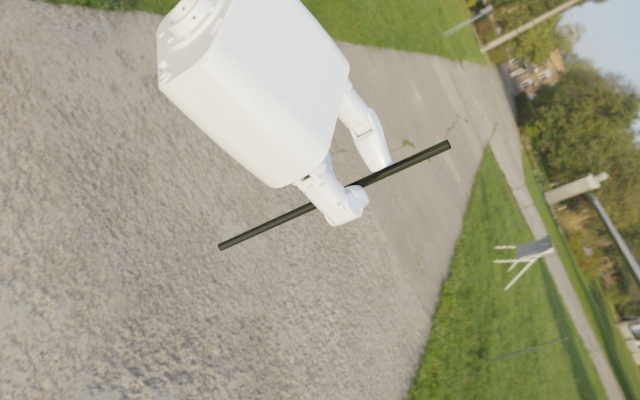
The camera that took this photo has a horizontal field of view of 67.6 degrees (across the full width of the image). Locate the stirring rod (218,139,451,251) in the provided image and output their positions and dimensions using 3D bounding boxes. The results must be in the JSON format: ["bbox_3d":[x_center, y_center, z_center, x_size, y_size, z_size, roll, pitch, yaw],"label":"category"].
[{"bbox_3d":[0.000,0.001,0.419,0.239,0.011,0.011,-24,-11,26],"label":"stirring rod"}]
